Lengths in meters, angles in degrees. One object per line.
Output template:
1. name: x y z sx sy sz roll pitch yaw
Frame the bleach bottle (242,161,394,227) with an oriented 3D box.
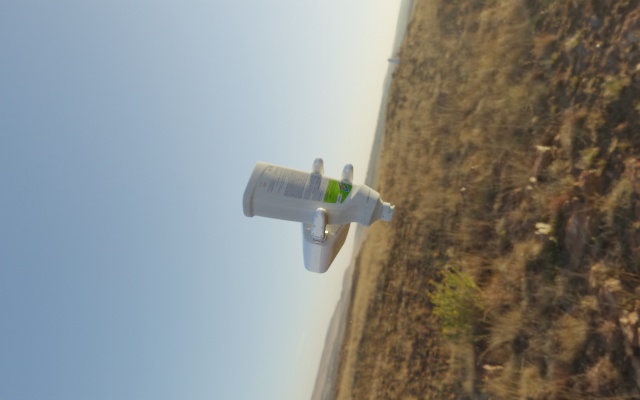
1. bleach bottle: 0.000 0.003 0.825 0.251 0.102 0.068 12 -38 5
